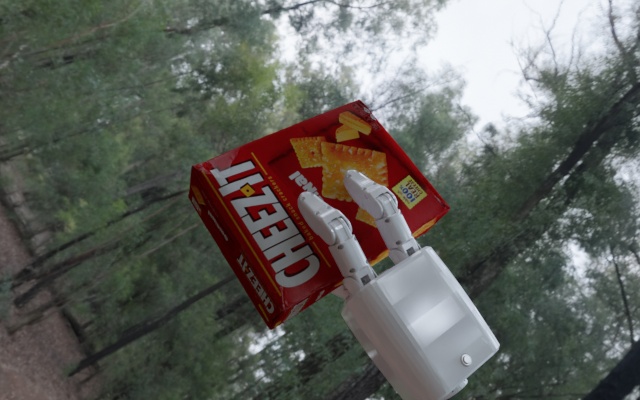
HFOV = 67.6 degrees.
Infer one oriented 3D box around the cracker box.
[{"bbox_3d":[0.000,0.002,0.491,0.213,0.164,0.072,-27,-18,-28],"label":"cracker box"}]
